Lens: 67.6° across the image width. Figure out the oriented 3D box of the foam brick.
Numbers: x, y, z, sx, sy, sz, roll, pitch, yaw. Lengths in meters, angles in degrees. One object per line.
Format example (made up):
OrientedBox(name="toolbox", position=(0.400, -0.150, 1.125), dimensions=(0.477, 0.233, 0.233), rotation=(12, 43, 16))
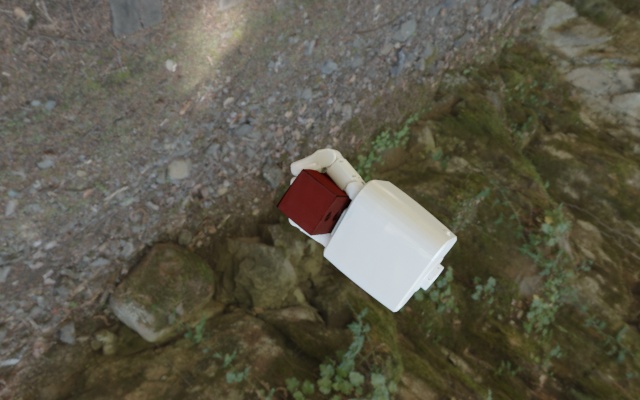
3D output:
OrientedBox(name="foam brick", position=(0.000, 0.002, 0.530), dimensions=(0.051, 0.053, 0.078), rotation=(40, 15, 19))
